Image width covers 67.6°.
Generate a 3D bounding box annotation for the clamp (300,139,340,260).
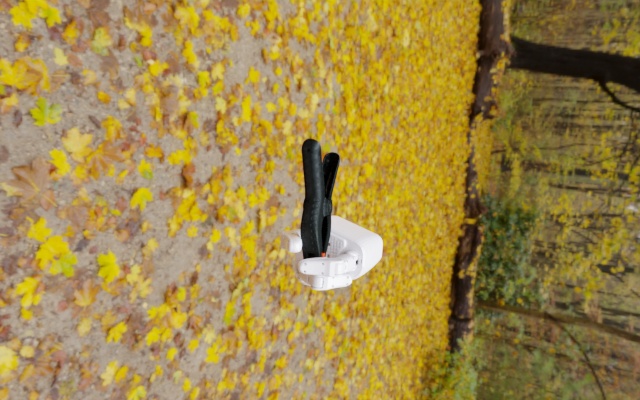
[{"bbox_3d":[0.001,0.002,0.663,0.039,0.171,0.120,7,7,23],"label":"clamp"}]
